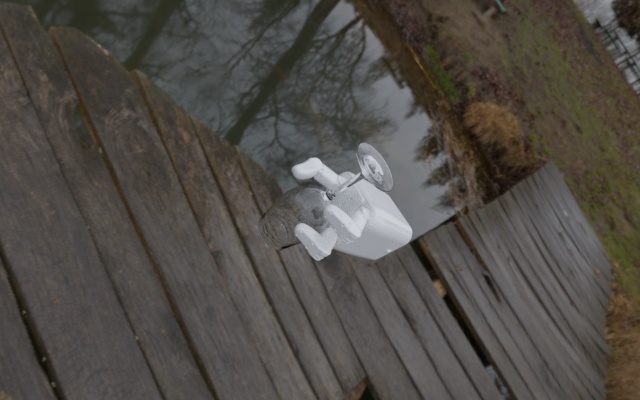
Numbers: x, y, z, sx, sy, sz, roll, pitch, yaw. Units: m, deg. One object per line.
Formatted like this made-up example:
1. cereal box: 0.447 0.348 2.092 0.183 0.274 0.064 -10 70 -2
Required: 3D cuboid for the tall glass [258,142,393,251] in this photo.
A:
1. tall glass: 0.000 0.002 0.672 0.201 0.079 0.079 -32 -18 31
